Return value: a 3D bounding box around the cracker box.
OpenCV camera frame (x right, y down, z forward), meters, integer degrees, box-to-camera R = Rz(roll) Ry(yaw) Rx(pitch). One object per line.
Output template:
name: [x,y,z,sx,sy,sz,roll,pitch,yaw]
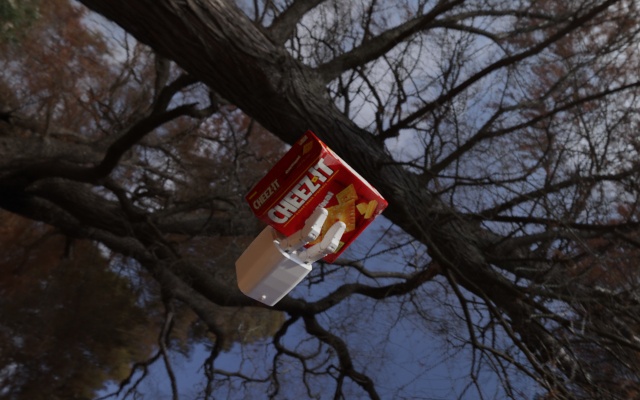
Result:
cracker box: [0.000,0.003,0.862,0.214,0.164,0.072,37,11,-42]
